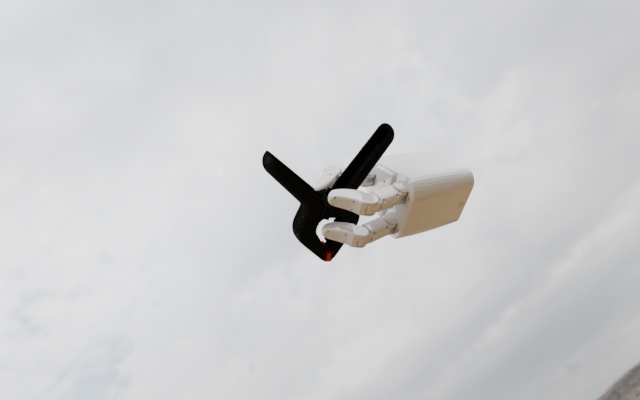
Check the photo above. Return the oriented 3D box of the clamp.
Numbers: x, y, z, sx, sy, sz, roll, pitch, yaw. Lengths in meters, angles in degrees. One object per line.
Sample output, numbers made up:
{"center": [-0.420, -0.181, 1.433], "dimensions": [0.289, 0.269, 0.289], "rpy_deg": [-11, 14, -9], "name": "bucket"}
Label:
{"center": [0.000, 0.002, 0.605], "dimensions": [0.164, 0.210, 0.036], "rpy_deg": [-10, 44, -23], "name": "clamp"}
